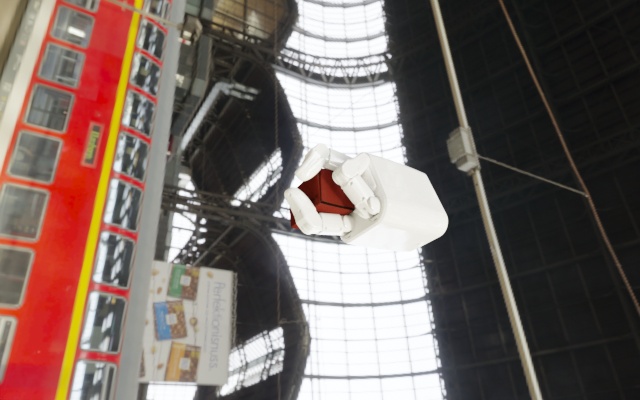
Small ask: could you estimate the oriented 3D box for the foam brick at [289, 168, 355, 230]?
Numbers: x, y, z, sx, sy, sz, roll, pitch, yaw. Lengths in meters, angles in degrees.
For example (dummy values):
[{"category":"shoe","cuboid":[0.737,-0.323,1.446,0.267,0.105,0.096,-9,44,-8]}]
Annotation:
[{"category":"foam brick","cuboid":[0.000,0.002,0.615,0.051,0.053,0.078,13,-32,-29]}]
